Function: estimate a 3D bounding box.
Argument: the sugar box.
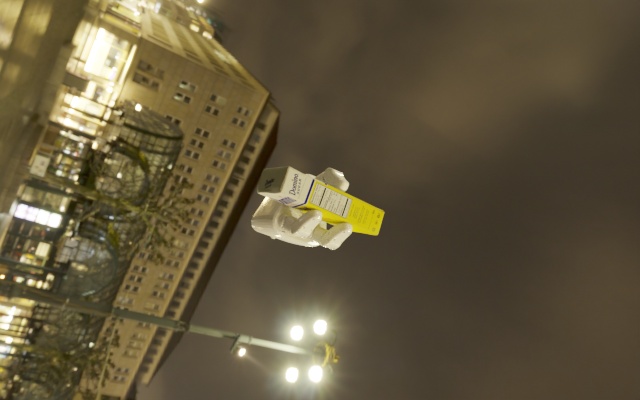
[{"bbox_3d":[0.000,0.003,0.719,0.176,0.048,0.093,21,-9,-27],"label":"sugar box"}]
